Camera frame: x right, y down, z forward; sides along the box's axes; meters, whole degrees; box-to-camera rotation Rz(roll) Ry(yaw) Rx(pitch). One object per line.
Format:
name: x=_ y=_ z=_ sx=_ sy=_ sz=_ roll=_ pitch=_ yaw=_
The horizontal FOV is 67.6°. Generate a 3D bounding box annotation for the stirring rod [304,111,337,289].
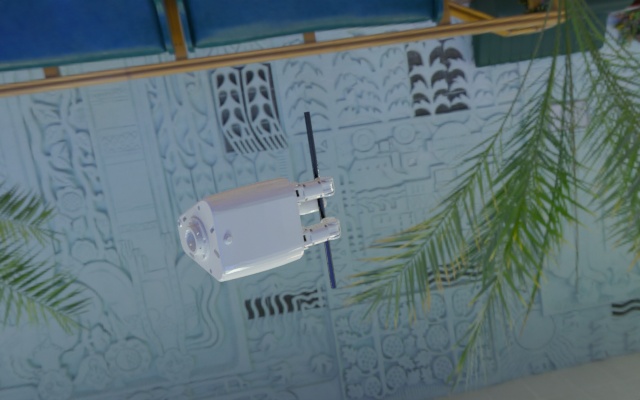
stirring rod: x=0.000 y=0.002 z=0.640 sx=0.011 sy=0.239 sz=0.011 roll=-9 pitch=8 yaw=1
